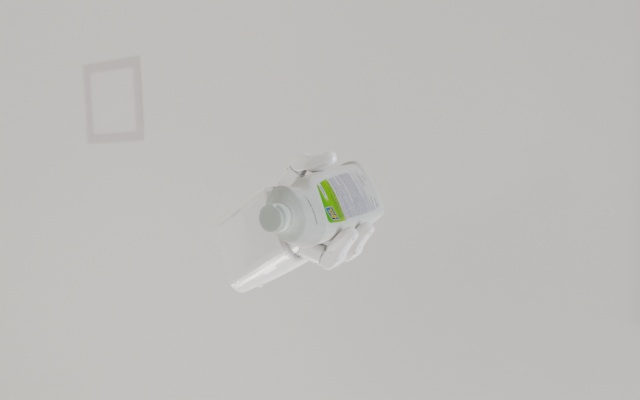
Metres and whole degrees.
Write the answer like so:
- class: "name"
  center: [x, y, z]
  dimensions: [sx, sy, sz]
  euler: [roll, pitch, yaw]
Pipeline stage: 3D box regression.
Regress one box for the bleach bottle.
- class: "bleach bottle"
  center: [0.000, 0.002, 0.607]
  dimensions: [0.068, 0.102, 0.251]
  euler: [-33, -11, 25]
